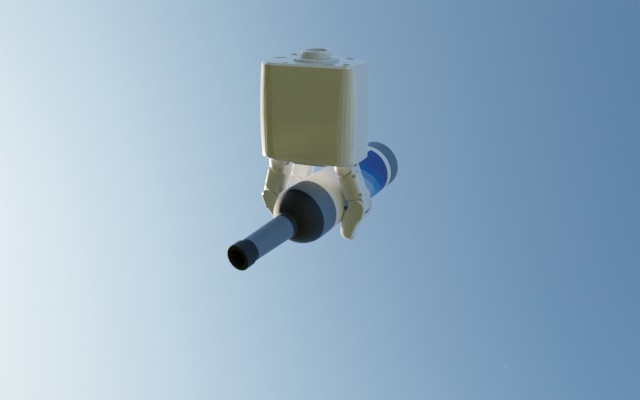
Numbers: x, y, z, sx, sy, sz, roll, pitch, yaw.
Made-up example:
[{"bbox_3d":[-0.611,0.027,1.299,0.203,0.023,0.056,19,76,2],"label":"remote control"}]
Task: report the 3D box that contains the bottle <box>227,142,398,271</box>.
[{"bbox_3d":[0.000,0.002,0.566,0.069,0.069,0.295,0,21,36],"label":"bottle"}]
